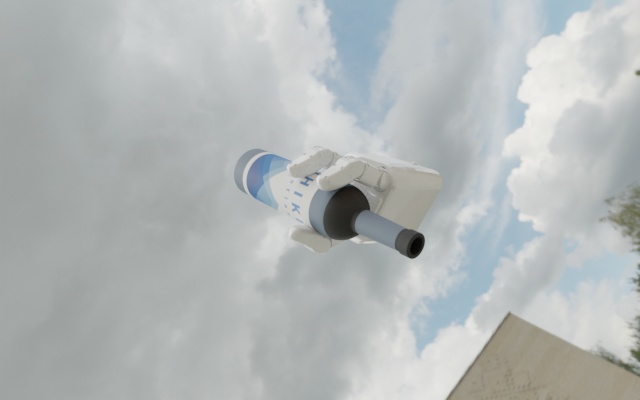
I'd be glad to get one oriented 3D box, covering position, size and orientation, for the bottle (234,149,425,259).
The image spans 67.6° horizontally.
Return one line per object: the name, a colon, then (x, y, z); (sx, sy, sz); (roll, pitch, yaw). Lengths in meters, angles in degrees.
bottle: (0.000, 0.002, 0.572); (0.069, 0.069, 0.295); (0, 17, -42)
